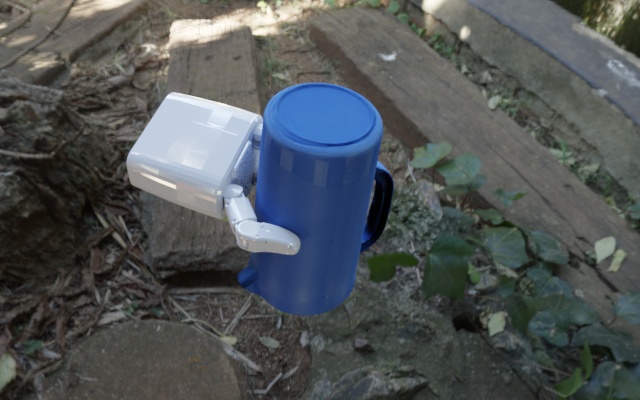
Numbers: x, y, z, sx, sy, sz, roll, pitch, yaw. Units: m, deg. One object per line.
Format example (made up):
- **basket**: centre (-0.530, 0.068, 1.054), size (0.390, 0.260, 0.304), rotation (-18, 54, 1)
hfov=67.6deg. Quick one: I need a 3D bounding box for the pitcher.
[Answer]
- **pitcher**: centre (0.000, 0.002, 0.510), size (0.145, 0.243, 0.149), rotation (19, 47, 9)
